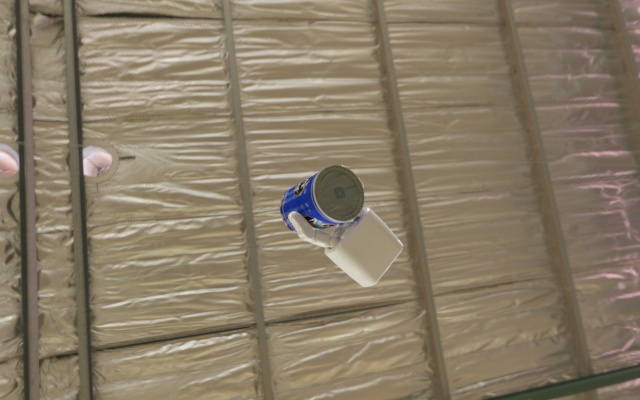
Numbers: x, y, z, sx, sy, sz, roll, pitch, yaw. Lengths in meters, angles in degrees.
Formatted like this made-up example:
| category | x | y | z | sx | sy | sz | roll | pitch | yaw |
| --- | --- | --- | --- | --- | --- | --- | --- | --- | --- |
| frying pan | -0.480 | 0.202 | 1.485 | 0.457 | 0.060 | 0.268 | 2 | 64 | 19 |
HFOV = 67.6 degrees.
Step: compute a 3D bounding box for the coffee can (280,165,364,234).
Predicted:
| category | x | y | z | sx | sy | sz | roll | pitch | yaw |
| --- | --- | --- | --- | --- | --- | --- | --- | --- | --- |
| coffee can | 0.000 | 0.003 | 0.886 | 0.103 | 0.102 | 0.140 | 0 | -13 | -30 |
